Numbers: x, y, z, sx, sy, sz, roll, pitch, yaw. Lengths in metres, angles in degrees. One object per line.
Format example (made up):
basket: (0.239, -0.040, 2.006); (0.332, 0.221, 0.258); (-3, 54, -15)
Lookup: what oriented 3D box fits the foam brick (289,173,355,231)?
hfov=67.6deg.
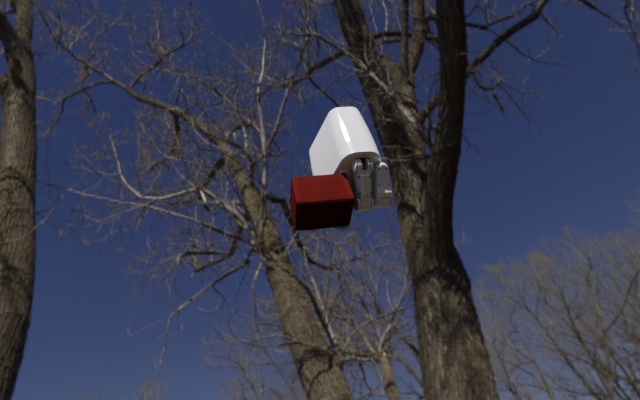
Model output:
foam brick: (0.000, 0.002, 0.637); (0.078, 0.051, 0.053); (-5, -44, -13)
